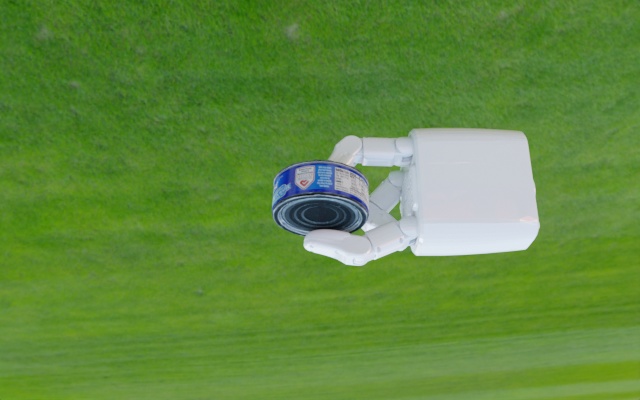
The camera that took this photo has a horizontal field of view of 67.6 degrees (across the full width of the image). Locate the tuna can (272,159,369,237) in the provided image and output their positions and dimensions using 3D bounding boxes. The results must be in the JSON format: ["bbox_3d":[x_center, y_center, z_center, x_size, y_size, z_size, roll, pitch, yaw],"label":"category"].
[{"bbox_3d":[0.000,0.002,0.421,0.086,0.033,0.086,1,-29,1],"label":"tuna can"}]
